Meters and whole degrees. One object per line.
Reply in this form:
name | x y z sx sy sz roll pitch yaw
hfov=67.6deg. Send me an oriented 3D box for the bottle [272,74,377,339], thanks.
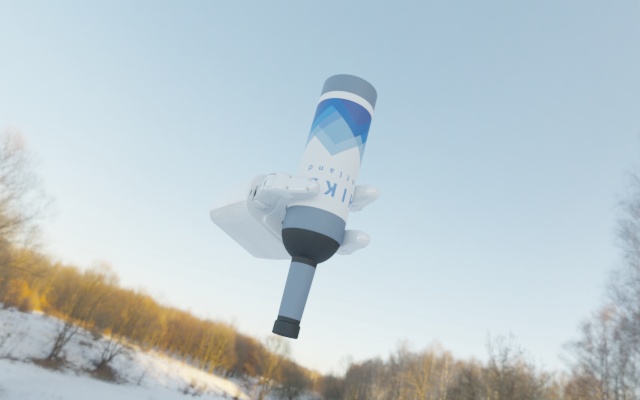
bottle | 0.000 0.001 0.526 0.069 0.295 0.069 13 -20 5
